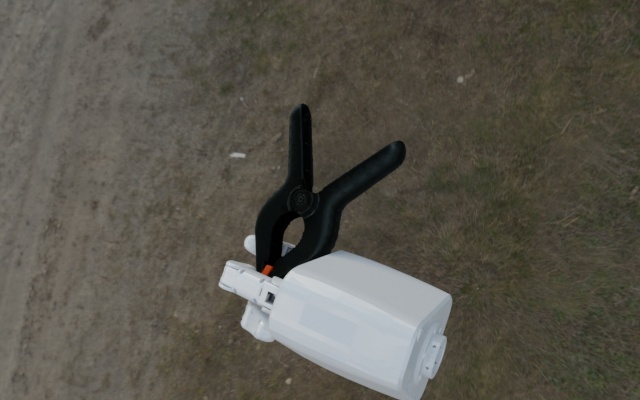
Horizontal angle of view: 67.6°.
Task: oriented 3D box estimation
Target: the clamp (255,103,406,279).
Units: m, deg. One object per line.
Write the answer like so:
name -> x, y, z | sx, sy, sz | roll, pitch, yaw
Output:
clamp -> 0.000, 0.001, 0.423 | 0.120, 0.171, 0.039 | 16, -5, 34
